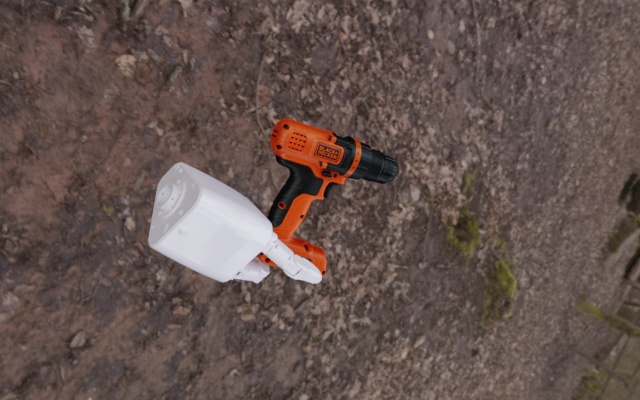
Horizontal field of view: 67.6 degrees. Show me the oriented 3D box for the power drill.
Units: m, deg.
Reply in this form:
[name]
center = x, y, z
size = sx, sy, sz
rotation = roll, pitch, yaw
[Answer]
[power drill]
center = 0.000, 0.002, 0.630
size = 0.184, 0.188, 0.057
rotation = 16, 9, -24
